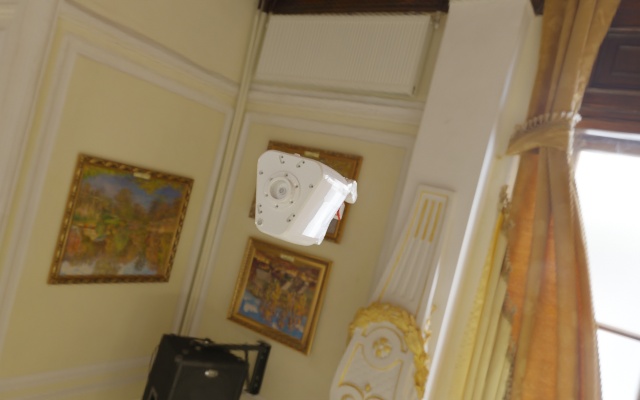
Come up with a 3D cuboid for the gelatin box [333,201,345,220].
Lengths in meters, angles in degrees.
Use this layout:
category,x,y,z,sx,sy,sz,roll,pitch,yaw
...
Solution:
category,x,y,z,sx,sy,sz,roll,pitch,yaw
gelatin box,0.000,0.003,0.770,0.073,0.030,0.089,16,-9,7
